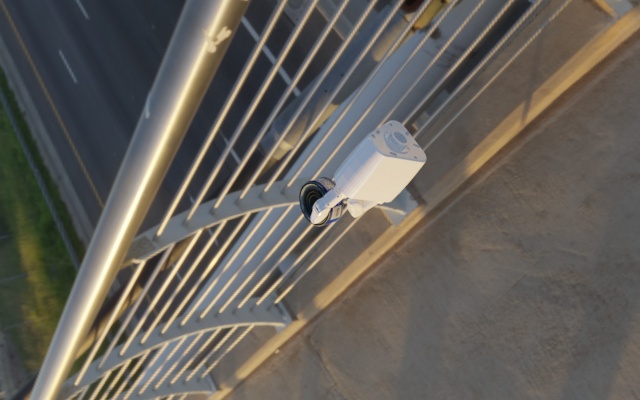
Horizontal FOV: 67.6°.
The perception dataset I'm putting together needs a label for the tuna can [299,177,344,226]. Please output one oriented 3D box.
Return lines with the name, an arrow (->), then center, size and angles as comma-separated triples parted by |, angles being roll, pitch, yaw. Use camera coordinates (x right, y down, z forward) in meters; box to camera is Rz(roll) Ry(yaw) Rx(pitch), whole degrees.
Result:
tuna can -> 0.000, 0.003, 0.863 | 0.033, 0.086, 0.086 | -18, 12, -41
